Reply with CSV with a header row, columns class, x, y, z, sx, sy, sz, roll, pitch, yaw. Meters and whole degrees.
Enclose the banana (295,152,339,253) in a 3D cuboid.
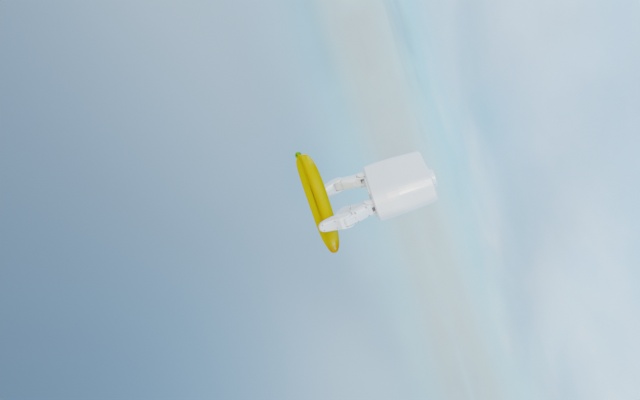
class,x,y,z,sx,sy,sz,roll,pitch,yaw
banana,-0.003,-0.001,0.844,0.037,0.198,0.069,-19,-5,5
